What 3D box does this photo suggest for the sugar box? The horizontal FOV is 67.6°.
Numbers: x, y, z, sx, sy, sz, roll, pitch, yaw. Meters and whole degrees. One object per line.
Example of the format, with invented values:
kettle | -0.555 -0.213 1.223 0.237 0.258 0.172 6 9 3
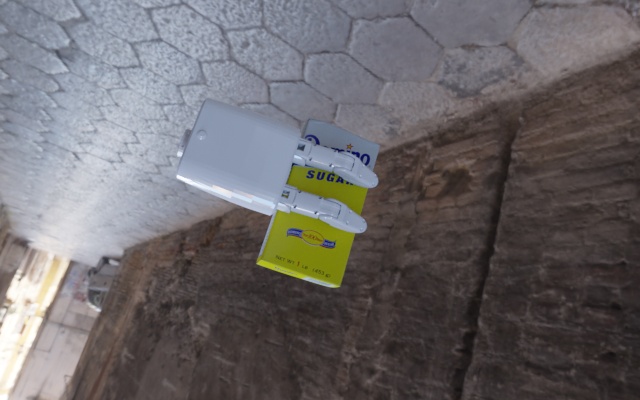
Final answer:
sugar box | 0.000 0.002 0.544 0.093 0.176 0.048 20 -16 -10
